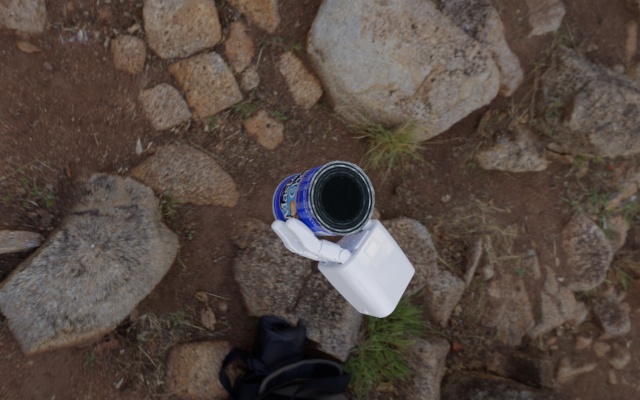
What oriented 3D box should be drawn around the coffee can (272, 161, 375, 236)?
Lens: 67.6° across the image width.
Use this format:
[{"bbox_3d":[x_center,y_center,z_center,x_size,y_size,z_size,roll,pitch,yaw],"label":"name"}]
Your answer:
[{"bbox_3d":[0.000,0.002,0.707,0.103,0.103,0.140,0,-5,-26],"label":"coffee can"}]
